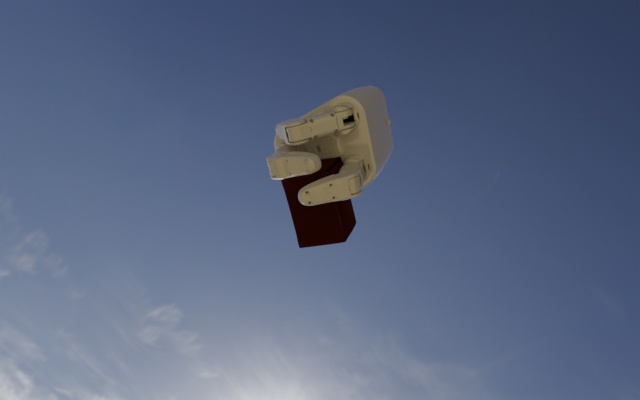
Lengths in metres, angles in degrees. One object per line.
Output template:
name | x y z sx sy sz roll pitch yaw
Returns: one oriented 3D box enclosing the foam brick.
foam brick | 0.000 0.002 0.494 0.053 0.078 0.051 -7 18 20
